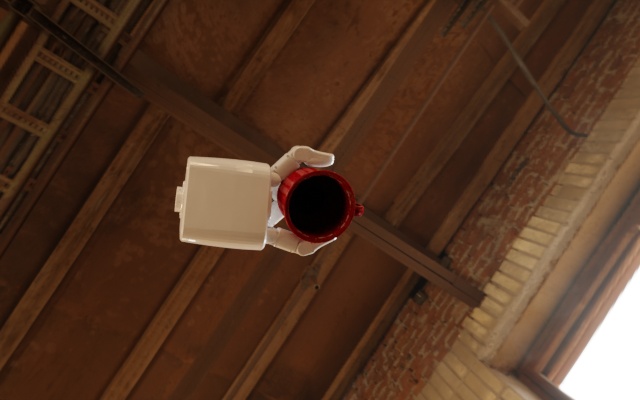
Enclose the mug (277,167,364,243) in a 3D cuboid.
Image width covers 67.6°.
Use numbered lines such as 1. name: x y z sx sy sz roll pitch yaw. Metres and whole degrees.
1. mug: 0.001 0.002 0.633 0.117 0.093 0.081 7 9 -18
